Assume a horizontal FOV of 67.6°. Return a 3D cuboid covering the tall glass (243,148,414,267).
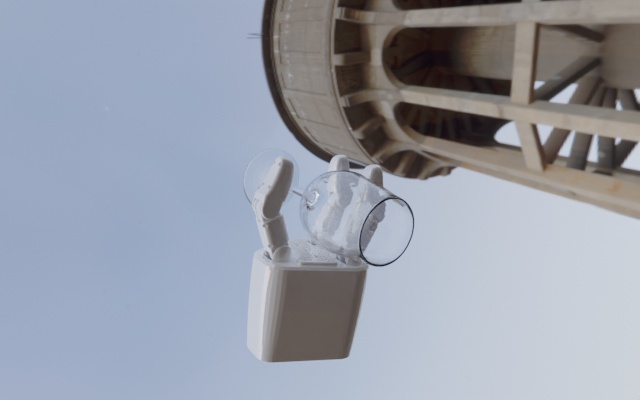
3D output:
[{"bbox_3d":[0.000,0.001,0.475,0.079,0.079,0.201,0,14,-36],"label":"tall glass"}]
